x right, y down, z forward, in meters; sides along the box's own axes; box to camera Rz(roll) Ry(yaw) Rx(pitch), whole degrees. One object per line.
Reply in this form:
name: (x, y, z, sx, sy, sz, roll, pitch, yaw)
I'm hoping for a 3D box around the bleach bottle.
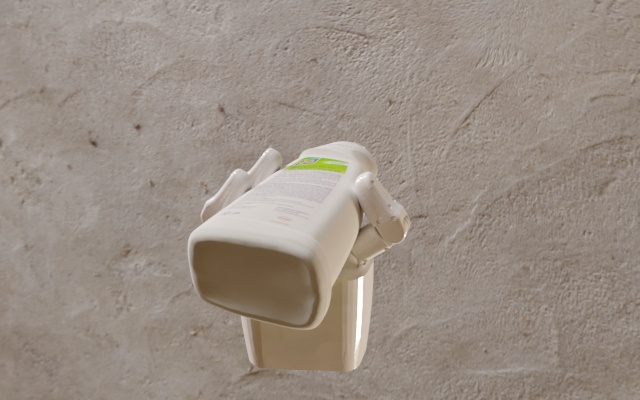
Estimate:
bleach bottle: (0.000, 0.001, 0.406, 0.102, 0.068, 0.250, 8, 26, 20)
